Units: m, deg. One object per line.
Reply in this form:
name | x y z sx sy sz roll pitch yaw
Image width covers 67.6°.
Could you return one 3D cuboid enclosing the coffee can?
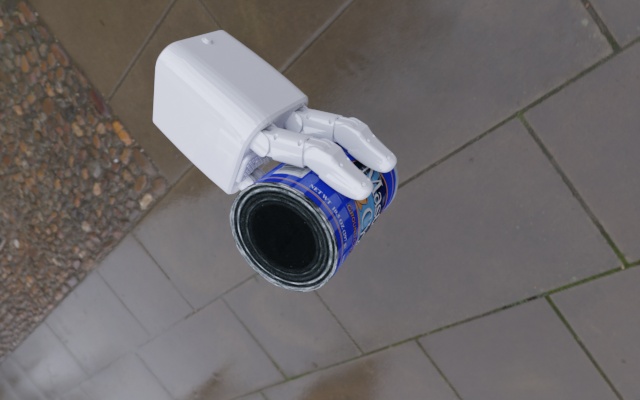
coffee can | 0.000 0.002 0.441 0.103 0.103 0.140 0 26 31
